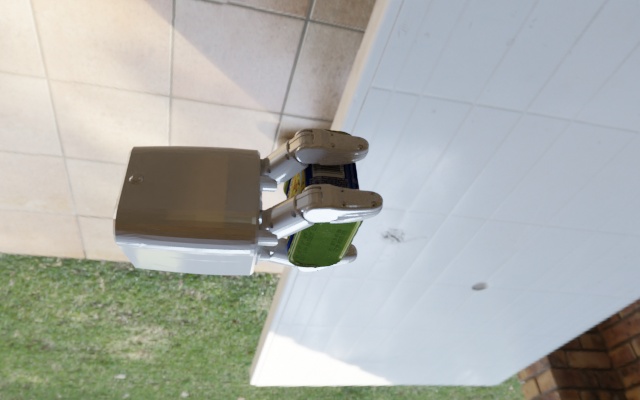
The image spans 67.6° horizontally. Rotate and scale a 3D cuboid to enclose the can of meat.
[{"bbox_3d":[0.000,0.002,0.429,0.057,0.084,0.102,5,-39,-12],"label":"can of meat"}]
